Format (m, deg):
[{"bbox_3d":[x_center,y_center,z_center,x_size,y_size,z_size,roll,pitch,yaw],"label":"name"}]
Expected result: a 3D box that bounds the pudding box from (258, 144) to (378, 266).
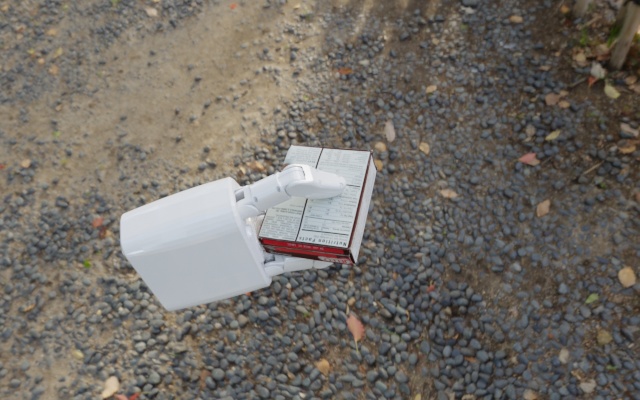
[{"bbox_3d":[0.000,0.001,0.459,0.090,0.113,0.039,7,-28,17],"label":"pudding box"}]
